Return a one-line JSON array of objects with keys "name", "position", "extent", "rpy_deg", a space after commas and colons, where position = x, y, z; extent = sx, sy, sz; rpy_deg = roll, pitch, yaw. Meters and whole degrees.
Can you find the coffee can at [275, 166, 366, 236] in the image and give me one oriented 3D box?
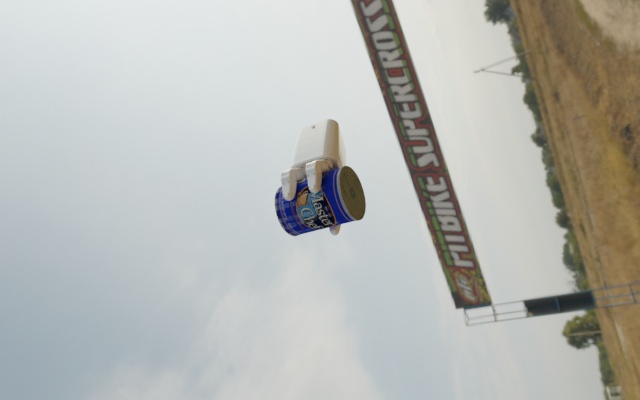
[{"name": "coffee can", "position": [0.000, 0.003, 0.896], "extent": [0.140, 0.103, 0.103], "rpy_deg": [-16, -7, 27]}]
